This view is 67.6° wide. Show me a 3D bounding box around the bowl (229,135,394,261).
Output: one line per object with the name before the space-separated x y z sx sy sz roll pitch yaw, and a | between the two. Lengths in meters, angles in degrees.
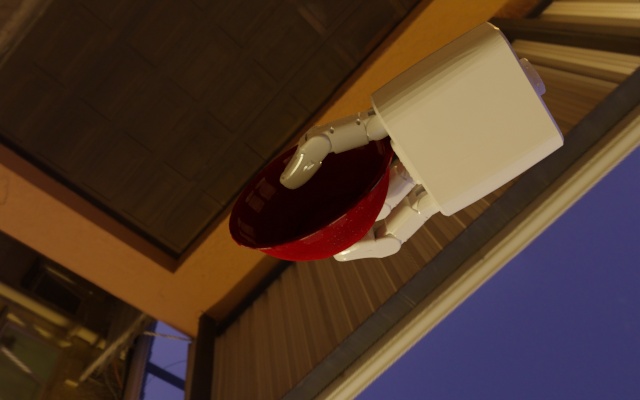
bowl | -0.001 0.002 0.428 0.162 0.055 0.162 -24 31 15
